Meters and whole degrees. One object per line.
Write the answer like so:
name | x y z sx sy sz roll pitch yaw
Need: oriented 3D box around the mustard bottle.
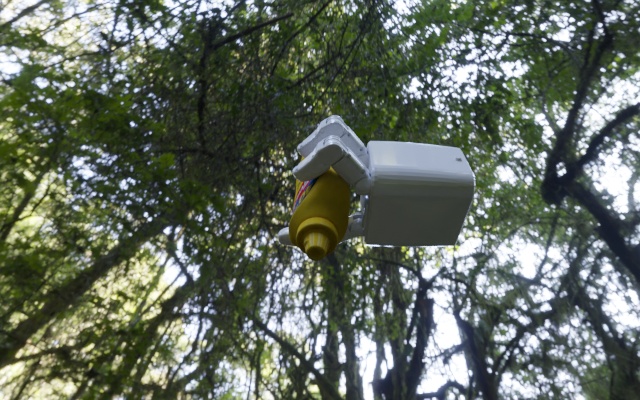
mustard bottle | 0.000 0.002 0.528 0.058 0.096 0.191 24 29 -11
